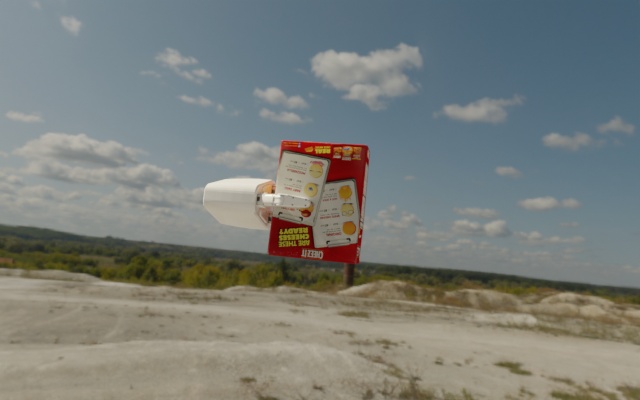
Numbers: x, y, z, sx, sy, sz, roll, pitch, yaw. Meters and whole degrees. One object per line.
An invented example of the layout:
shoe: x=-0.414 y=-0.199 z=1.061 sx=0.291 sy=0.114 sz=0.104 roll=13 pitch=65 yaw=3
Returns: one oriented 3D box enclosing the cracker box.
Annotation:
cracker box: x=0.000 y=0.003 z=0.882 sx=0.164 sy=0.213 sz=0.072 roll=4 pitch=-7 yaw=13
